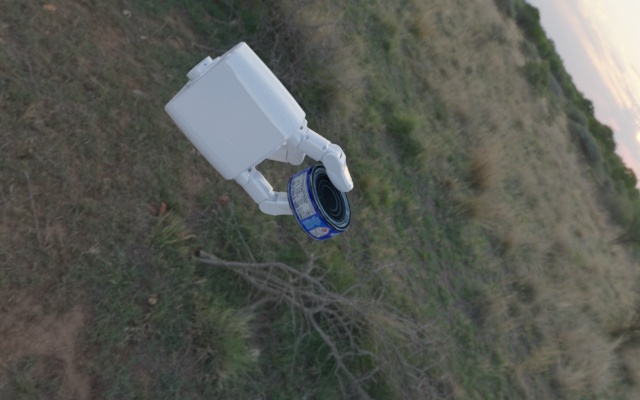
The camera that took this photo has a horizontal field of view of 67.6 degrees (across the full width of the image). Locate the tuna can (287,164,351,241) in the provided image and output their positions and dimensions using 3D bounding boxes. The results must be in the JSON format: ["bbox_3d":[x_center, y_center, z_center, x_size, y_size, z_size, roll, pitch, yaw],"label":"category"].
[{"bbox_3d":[0.001,0.002,0.559,0.034,0.086,0.086,-24,-12,27],"label":"tuna can"}]
